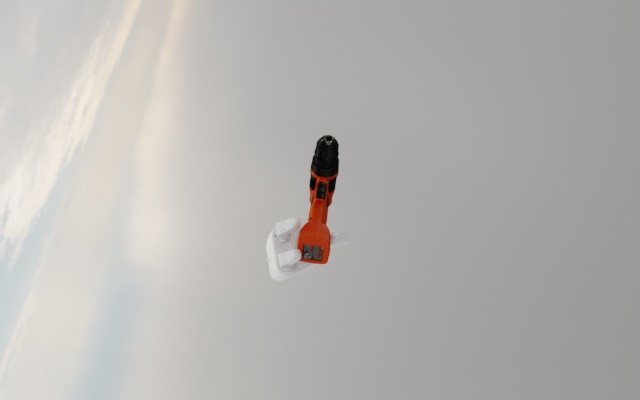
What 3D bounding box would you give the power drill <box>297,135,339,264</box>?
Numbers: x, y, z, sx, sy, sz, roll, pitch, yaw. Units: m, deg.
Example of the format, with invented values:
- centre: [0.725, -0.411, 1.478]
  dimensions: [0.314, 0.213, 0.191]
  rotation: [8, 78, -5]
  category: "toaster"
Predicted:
- centre: [0.000, 0.003, 0.844]
  dimensions: [0.057, 0.187, 0.185]
  rotation: [8, -37, 3]
  category: "power drill"
